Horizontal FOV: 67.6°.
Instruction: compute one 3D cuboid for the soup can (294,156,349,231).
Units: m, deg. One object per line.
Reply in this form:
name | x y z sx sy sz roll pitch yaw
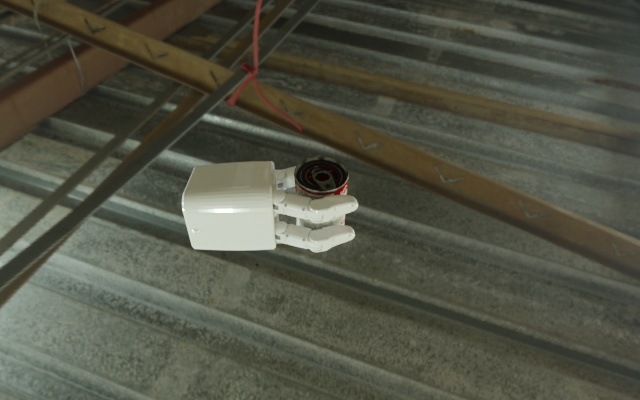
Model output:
soup can | 0.001 0.002 0.626 0.068 0.102 0.068 1 44 -1
